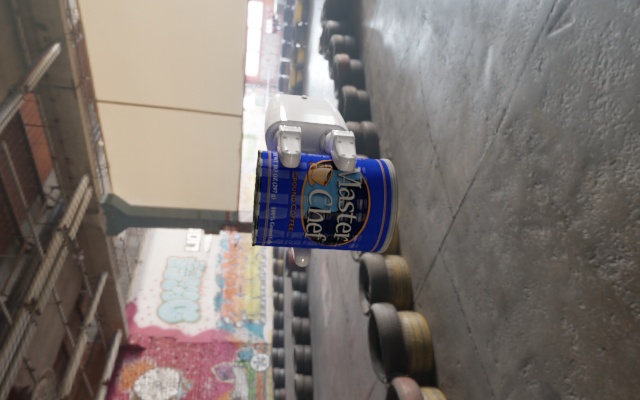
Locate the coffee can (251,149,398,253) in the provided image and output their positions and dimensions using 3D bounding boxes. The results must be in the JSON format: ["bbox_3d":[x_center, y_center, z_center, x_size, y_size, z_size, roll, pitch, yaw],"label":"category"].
[{"bbox_3d":[0.000,0.002,0.510,0.140,0.103,0.103,4,-1,-9],"label":"coffee can"}]
